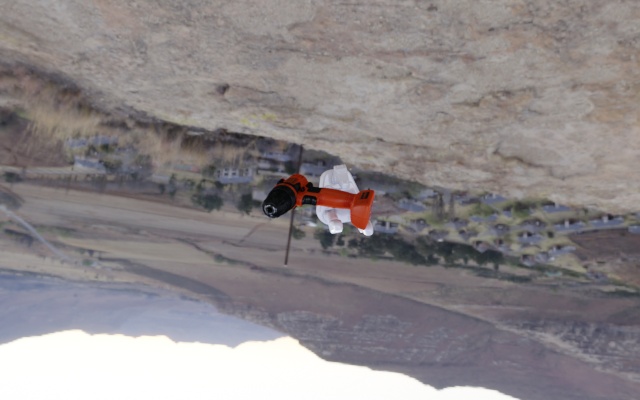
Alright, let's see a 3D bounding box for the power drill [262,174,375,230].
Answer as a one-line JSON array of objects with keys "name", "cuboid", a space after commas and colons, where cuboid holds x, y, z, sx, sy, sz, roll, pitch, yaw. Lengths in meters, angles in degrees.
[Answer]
[{"name": "power drill", "cuboid": [0.001, 0.003, 0.885, 0.187, 0.057, 0.184, 13, 21, 10]}]
